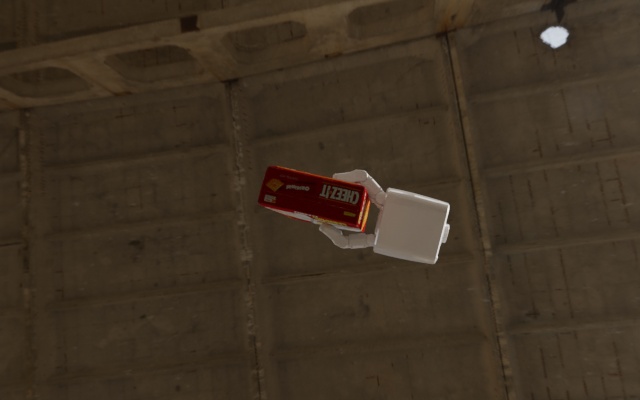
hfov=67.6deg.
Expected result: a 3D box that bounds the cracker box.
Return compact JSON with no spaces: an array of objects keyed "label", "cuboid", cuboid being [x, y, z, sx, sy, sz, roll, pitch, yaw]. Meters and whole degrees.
[{"label":"cracker box","cuboid":[0.000,0.003,0.843,0.164,0.072,0.214,12,-6,9]}]
